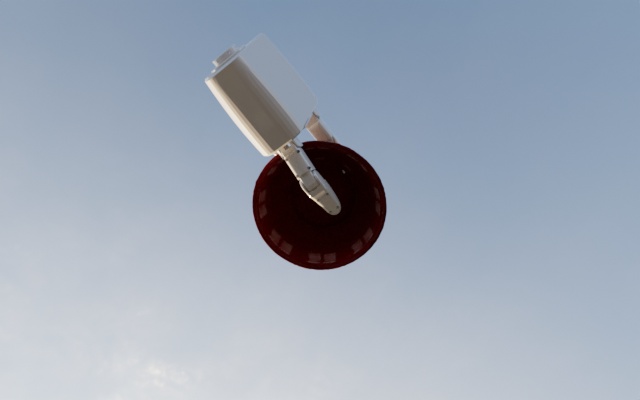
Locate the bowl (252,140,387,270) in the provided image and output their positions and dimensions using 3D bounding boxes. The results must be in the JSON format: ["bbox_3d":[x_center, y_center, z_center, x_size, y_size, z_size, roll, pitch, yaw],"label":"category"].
[{"bbox_3d":[0.001,0.003,0.593,0.162,0.162,0.055,0,16,5],"label":"bowl"}]
